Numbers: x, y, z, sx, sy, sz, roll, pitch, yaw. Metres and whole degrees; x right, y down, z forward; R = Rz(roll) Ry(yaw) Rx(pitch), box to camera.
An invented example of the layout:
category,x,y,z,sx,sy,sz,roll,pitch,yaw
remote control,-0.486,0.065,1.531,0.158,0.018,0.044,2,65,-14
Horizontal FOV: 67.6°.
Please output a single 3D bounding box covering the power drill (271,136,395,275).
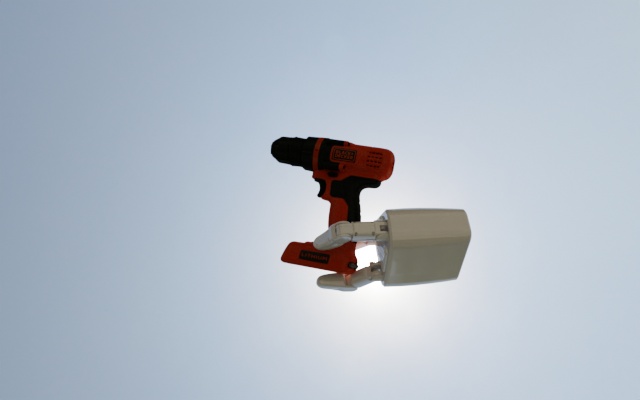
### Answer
category,x,y,z,sx,sy,sz,roll,pitch,yaw
power drill,0.000,0.003,0.674,0.184,0.187,0.057,9,-7,18
